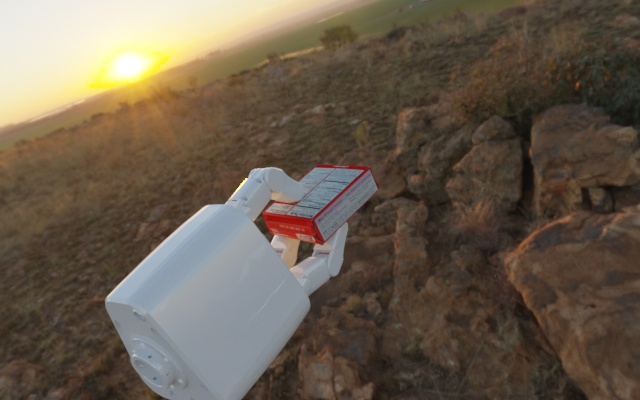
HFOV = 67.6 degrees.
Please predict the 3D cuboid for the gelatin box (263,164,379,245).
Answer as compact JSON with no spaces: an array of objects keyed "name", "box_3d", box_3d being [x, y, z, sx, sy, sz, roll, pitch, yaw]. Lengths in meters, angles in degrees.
[{"name":"gelatin box","box_3d":[0.000,0.001,0.453,0.073,0.030,0.089,6,41,47]}]
